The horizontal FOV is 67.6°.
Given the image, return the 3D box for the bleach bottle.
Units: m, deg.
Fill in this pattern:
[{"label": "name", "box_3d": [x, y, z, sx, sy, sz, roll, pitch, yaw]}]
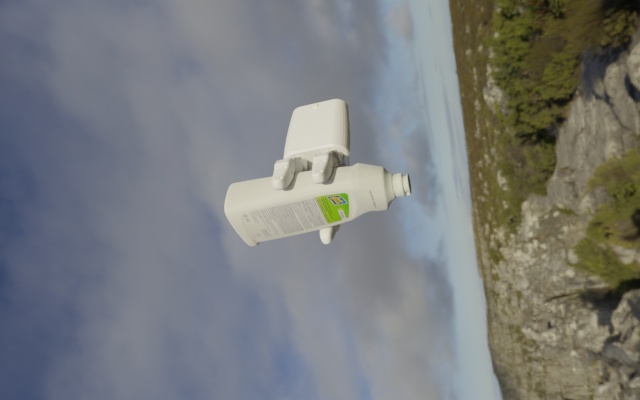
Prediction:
[{"label": "bleach bottle", "box_3d": [0.000, 0.002, 0.663, 0.251, 0.068, 0.103, -9, -40, 17]}]
